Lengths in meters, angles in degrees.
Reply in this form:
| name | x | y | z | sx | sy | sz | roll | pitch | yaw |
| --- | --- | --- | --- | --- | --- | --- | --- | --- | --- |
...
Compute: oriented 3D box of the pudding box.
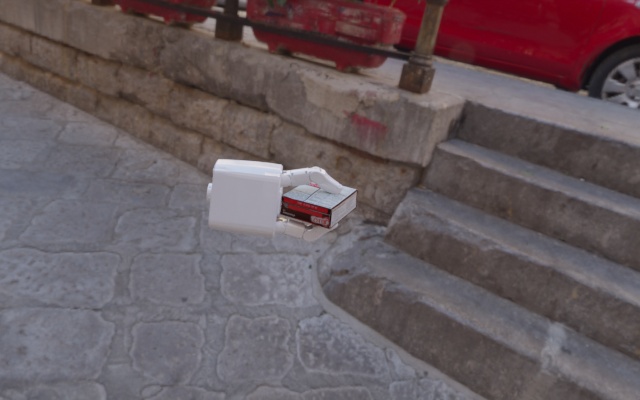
| name | x | y | z | sx | sy | sz | roll | pitch | yaw |
| --- | --- | --- | --- | --- | --- | --- | --- | --- | --- |
| pudding box | 0.000 | 0.002 | 0.781 | 0.090 | 0.039 | 0.113 | 17 | 26 | 22 |
